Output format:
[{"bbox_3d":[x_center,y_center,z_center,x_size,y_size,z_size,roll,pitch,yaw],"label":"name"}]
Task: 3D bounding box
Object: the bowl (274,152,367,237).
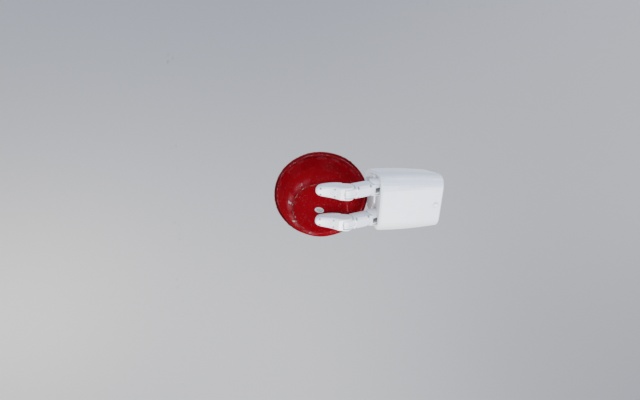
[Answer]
[{"bbox_3d":[-0.001,0.003,0.802,0.162,0.162,0.055,0,26,1],"label":"bowl"}]
